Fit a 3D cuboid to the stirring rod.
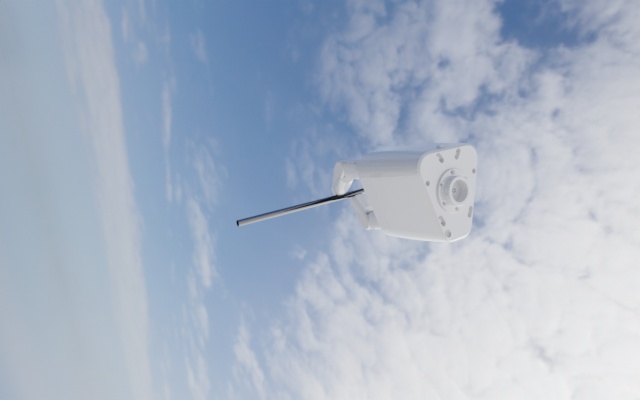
[{"bbox_3d":[0.000,0.002,0.643,0.239,0.011,0.011,-14,7,-29],"label":"stirring rod"}]
